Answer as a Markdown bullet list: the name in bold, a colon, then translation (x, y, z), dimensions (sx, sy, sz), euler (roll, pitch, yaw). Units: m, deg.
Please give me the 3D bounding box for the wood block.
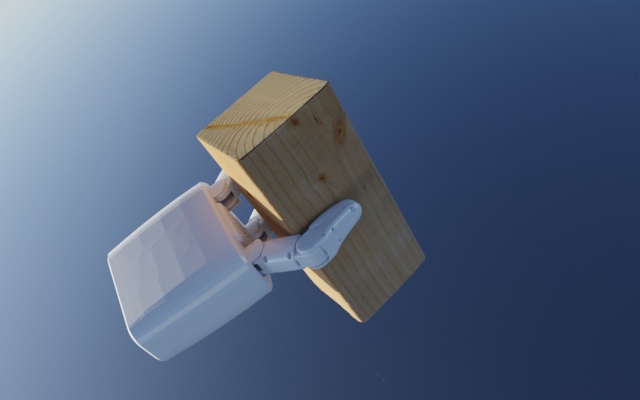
- **wood block**: translation (0.000, 0.002, 0.421), dimensions (0.090, 0.206, 0.090), euler (-43, 36, -13)
